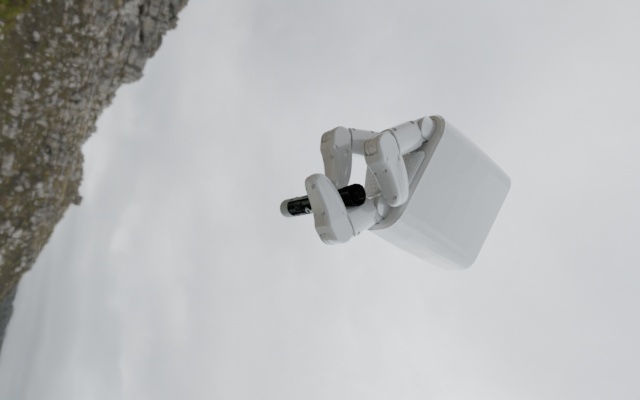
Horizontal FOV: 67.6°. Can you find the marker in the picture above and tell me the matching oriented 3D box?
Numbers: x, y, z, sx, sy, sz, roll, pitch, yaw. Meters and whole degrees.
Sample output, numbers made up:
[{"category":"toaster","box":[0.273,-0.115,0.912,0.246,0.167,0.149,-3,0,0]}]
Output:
[{"category":"marker","box":[0.000,0.001,0.430,0.020,0.020,0.121,0,-7,-33]}]
